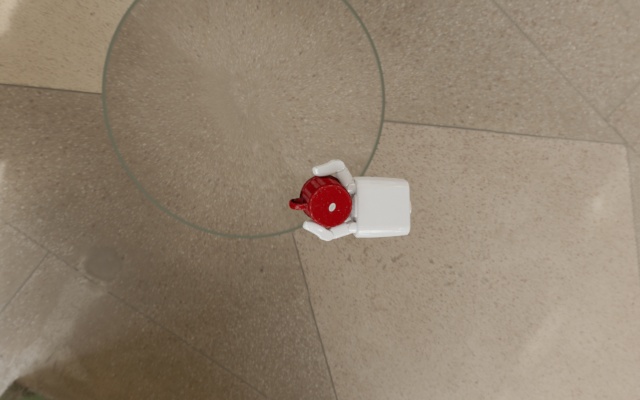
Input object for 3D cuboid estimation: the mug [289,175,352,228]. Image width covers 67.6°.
[{"bbox_3d":[-0.001,0.003,0.885,0.117,0.093,0.081,-2,12,-10],"label":"mug"}]
